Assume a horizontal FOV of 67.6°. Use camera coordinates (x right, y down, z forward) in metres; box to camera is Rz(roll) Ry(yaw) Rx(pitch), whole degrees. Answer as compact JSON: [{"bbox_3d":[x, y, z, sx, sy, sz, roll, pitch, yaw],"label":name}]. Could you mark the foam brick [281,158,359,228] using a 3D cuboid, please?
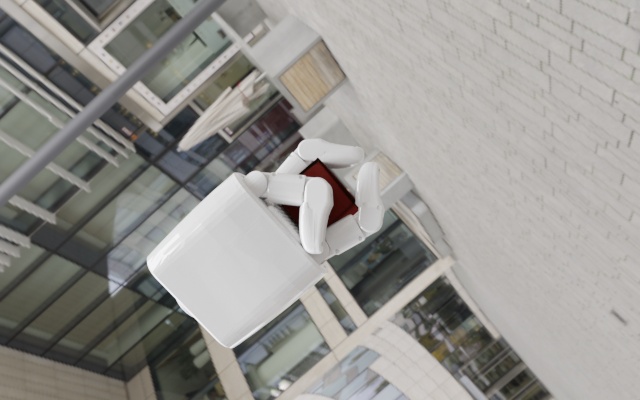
[{"bbox_3d":[0.000,0.001,0.440,0.051,0.053,0.078,-42,-10,3],"label":"foam brick"}]
